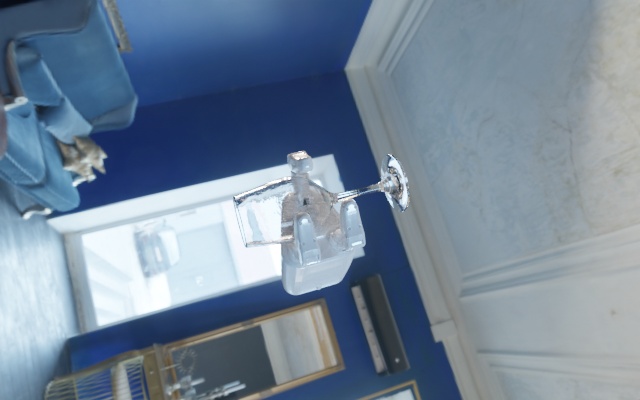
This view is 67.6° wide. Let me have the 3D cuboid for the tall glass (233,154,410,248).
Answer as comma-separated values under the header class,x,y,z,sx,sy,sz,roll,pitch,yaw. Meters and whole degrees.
class,x,y,z,sx,sy,sz,roll,pitch,yaw
tall glass,0.001,0.002,0.575,0.201,0.079,0.079,-14,3,-14
